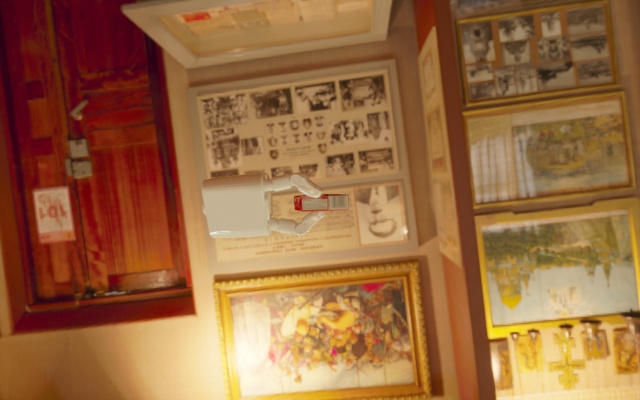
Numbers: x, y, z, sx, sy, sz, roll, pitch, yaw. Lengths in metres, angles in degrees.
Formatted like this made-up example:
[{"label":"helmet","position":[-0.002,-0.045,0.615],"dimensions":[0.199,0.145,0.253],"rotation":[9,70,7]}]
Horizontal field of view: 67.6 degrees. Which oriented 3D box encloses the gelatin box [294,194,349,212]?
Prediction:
[{"label":"gelatin box","position":[0.000,0.003,0.862],"dimensions":[0.089,0.030,0.073],"rotation":[-2,2,-11]}]
